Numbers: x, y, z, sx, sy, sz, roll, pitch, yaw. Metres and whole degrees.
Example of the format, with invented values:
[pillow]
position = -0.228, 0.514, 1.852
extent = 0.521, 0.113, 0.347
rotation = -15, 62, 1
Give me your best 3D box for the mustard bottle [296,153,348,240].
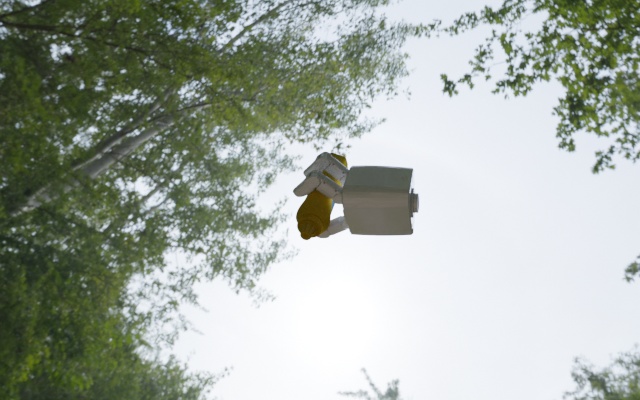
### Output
[mustard bottle]
position = 0.000, 0.002, 0.821
extent = 0.058, 0.096, 0.191
rotation = 21, 38, 1
